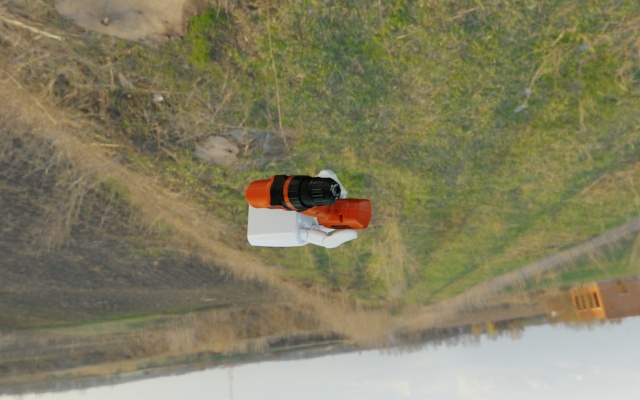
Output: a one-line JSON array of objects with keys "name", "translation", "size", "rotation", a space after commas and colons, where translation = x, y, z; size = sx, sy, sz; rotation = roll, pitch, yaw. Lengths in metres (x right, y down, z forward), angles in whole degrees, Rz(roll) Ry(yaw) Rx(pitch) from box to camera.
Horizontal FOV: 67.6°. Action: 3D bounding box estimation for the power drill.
[{"name": "power drill", "translation": [0.000, 0.003, 0.770], "size": [0.184, 0.057, 0.188], "rotation": [1, -14, 42]}]
